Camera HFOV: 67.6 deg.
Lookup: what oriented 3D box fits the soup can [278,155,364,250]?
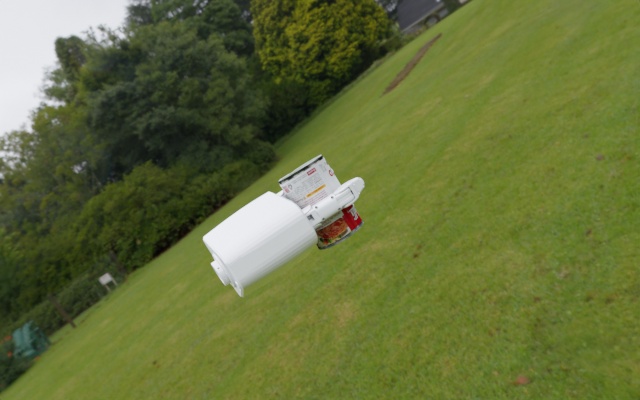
[{"bbox_3d":[0.000,0.001,0.608,0.068,0.102,0.068,-31,7,4],"label":"soup can"}]
